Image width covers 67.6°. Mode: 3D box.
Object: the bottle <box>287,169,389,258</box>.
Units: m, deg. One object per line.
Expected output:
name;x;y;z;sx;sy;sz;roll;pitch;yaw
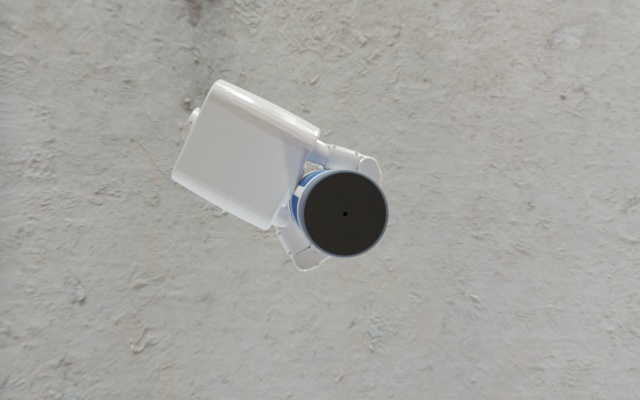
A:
bottle;0.000;0.002;0.497;0.069;0.069;0.295;0;3;-7
